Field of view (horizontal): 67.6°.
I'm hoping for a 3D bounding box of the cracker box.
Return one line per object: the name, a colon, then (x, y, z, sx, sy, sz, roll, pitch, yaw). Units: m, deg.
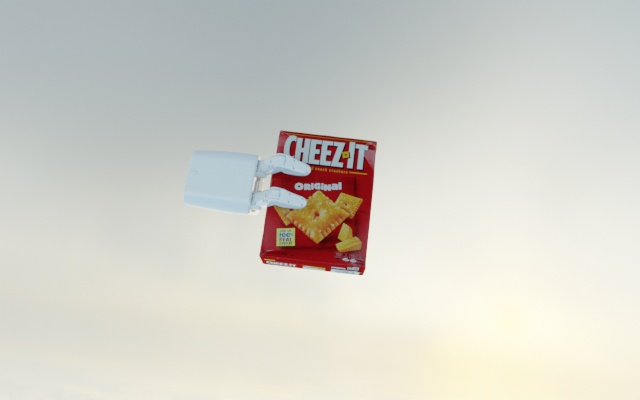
cracker box: (0.000, 0.003, 0.767, 0.164, 0.213, 0.072, 7, -18, 1)
